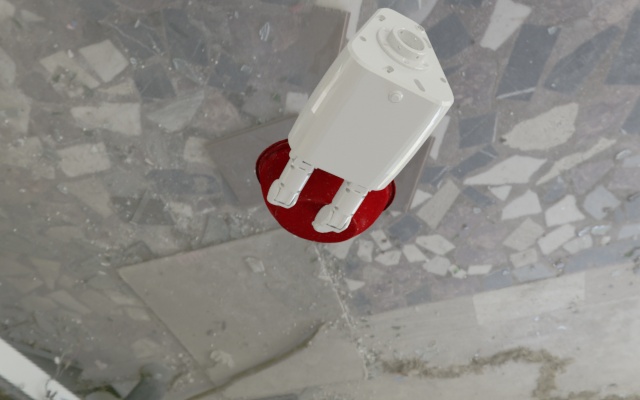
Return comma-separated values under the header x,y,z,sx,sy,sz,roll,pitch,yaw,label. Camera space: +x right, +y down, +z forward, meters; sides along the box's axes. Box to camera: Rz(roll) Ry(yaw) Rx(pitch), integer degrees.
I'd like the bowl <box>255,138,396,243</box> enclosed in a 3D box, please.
x,y,z,sx,sy,sz,roll,pitch,yaw,label
0.000,0.003,0.530,0.162,0.055,0.162,9,-32,6,bowl
